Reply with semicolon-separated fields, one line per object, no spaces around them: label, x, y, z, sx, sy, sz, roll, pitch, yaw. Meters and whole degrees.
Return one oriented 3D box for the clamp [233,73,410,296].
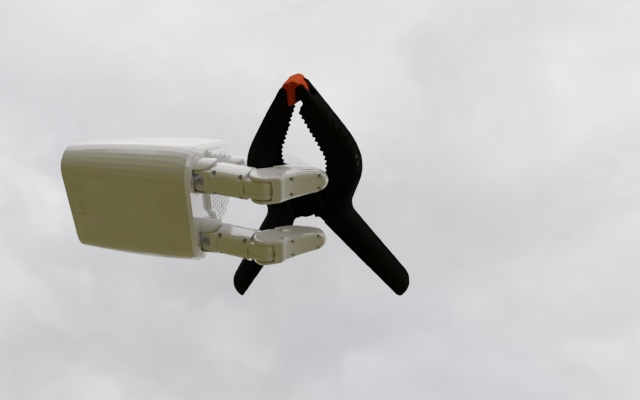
clamp;0.000;0.000;0.406;0.164;0.210;0.036;4;29;5
